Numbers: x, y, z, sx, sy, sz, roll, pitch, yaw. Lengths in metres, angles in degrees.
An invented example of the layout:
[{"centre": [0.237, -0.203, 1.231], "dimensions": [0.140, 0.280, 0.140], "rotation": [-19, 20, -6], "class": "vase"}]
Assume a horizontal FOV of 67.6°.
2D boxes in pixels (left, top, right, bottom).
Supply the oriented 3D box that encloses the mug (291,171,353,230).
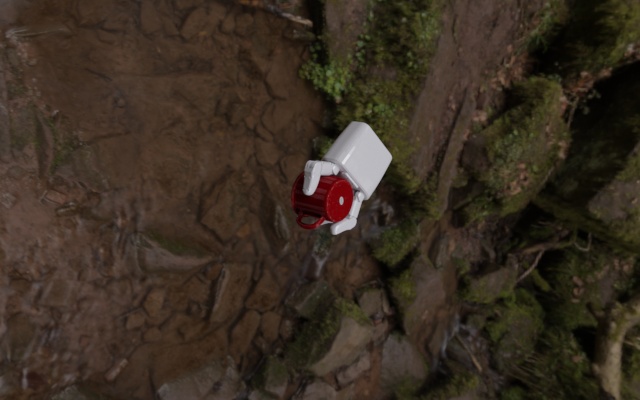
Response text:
[{"centre": [0.000, 0.004, 0.872], "dimensions": [0.081, 0.117, 0.093], "rotation": [14, -30, 39], "class": "mug"}]
